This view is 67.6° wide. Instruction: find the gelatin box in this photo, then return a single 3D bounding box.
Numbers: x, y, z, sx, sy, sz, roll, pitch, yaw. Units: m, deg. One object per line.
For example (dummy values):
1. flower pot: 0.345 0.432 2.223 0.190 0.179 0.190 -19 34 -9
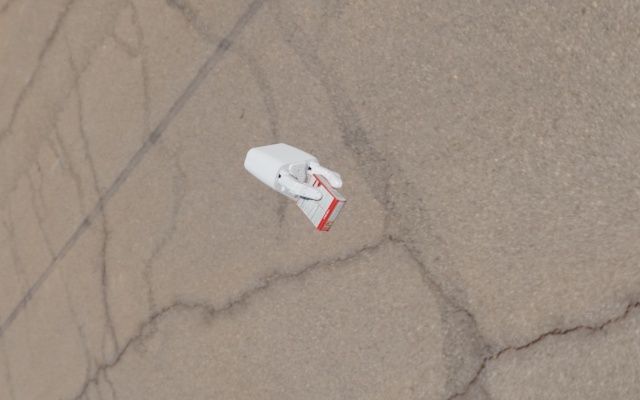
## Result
1. gelatin box: 0.000 0.003 0.899 0.030 0.073 0.089 8 31 -44
